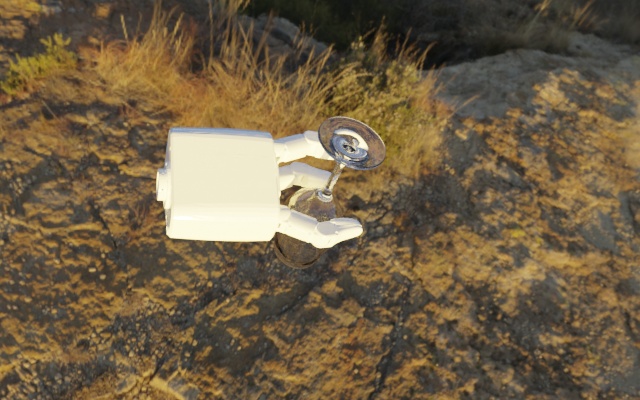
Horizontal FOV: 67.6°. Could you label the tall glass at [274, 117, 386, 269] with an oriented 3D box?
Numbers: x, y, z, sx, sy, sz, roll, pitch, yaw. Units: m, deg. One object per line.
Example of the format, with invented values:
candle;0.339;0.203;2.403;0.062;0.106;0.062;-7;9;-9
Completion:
tall glass;0.000;0.001;0.555;0.079;0.079;0.201;0;-38;-24
